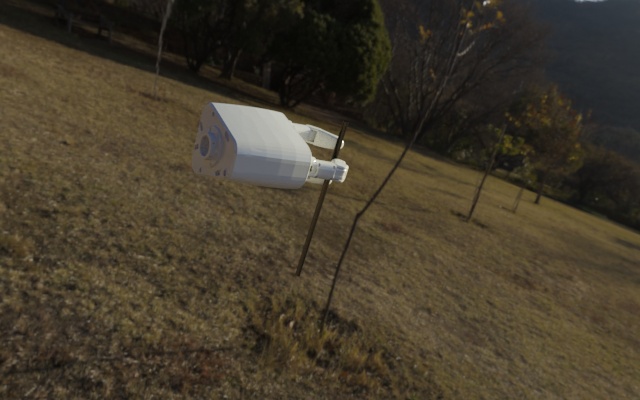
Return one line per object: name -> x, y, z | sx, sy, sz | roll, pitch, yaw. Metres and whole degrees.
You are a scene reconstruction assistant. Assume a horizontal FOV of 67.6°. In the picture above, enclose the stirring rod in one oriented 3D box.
stirring rod -> 0.000, 0.002, 0.684 | 0.011, 0.239, 0.011 | 16, 17, -5
